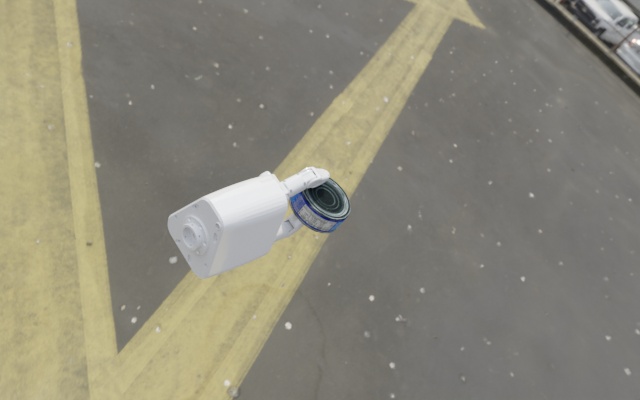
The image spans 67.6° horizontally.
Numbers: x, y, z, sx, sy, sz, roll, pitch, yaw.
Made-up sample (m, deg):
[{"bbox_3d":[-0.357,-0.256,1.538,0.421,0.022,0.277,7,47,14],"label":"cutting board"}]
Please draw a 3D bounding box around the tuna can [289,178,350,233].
[{"bbox_3d":[0.000,0.002,0.678,0.086,0.086,0.034,0,-37,-43],"label":"tuna can"}]
